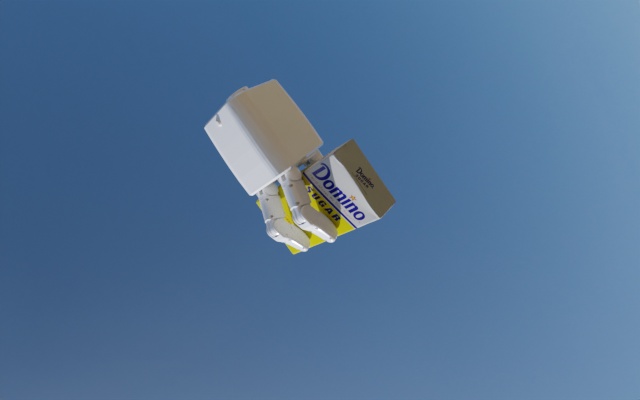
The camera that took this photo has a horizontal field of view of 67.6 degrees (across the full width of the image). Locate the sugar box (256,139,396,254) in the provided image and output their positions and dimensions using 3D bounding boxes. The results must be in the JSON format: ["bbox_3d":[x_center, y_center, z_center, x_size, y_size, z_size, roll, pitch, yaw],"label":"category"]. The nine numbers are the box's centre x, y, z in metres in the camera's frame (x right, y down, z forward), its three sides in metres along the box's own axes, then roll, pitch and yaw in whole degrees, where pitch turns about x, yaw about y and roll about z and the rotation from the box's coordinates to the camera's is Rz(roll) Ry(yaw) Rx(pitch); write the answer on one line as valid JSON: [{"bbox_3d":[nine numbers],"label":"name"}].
[{"bbox_3d":[0.000,0.002,0.600,0.048,0.093,0.176,-41,8,-39],"label":"sugar box"}]
